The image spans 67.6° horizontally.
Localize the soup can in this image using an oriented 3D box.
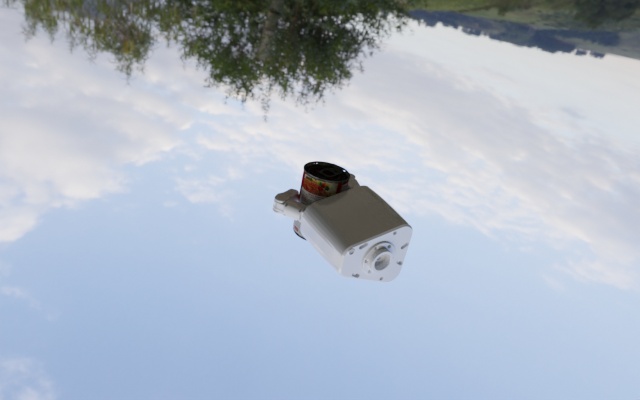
[{"bbox_3d":[0.000,0.002,0.699,0.068,0.102,0.068,10,26,-5],"label":"soup can"}]
